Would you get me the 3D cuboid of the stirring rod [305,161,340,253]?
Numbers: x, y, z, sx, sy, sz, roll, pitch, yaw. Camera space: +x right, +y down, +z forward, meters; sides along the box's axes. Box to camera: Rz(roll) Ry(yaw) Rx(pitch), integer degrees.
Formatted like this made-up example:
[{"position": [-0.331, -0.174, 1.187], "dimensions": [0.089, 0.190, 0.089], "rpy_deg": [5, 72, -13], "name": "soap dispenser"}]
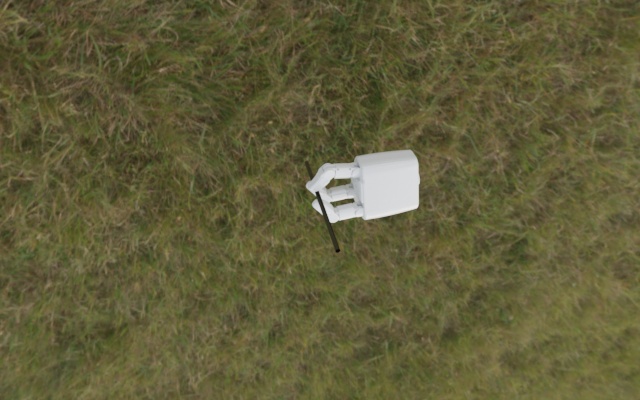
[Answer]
[{"position": [0.000, 0.003, 0.834], "dimensions": [0.011, 0.011, 0.239], "rpy_deg": [0, 39, -17], "name": "stirring rod"}]
